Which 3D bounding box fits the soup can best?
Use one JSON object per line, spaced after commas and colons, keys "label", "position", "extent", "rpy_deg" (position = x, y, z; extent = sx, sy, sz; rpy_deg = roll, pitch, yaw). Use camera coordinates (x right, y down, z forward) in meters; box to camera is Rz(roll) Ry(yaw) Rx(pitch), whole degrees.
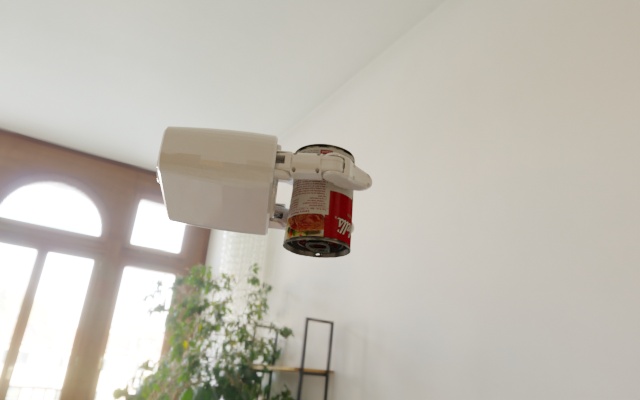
{"label": "soup can", "position": [0.001, 0.001, 0.493], "extent": [0.068, 0.102, 0.068], "rpy_deg": [4, -21, 2]}
